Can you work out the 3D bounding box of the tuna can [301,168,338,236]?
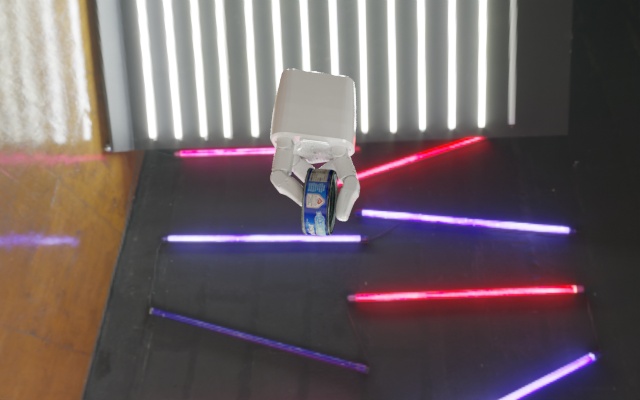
[{"bbox_3d":[0.001,0.002,0.605,0.034,0.086,0.086,4,1,8],"label":"tuna can"}]
